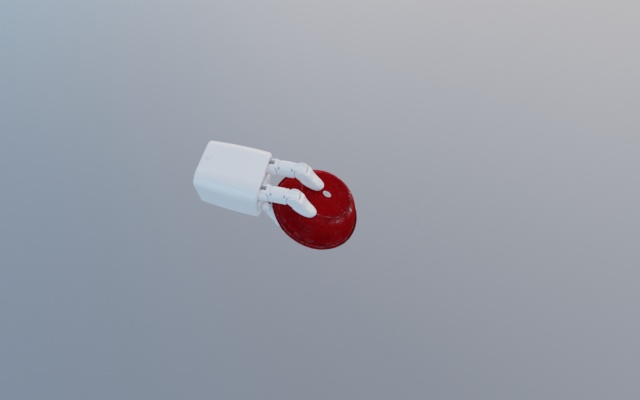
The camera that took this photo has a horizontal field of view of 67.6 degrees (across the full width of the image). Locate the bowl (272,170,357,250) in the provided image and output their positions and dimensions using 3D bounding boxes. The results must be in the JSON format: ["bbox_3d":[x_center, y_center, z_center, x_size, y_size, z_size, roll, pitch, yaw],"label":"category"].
[{"bbox_3d":[0.002,0.003,0.839,0.162,0.162,0.055,0,-29,-24],"label":"bowl"}]
